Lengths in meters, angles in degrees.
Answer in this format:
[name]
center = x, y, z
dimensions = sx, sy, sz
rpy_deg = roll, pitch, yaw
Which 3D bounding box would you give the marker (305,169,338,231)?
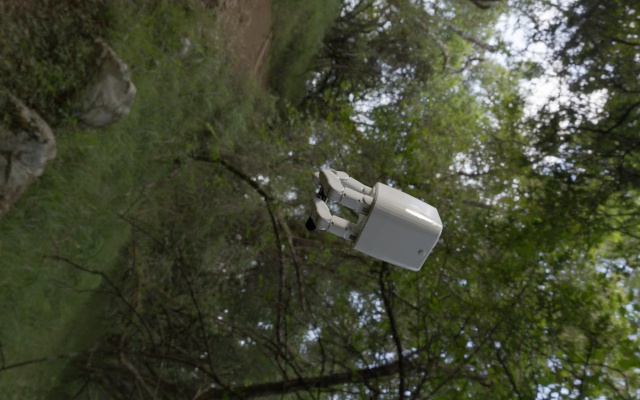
[marker]
center = 0.000, 0.002, 0.764
dimensions = 0.020, 0.121, 0.020
rpy_deg = 14, 36, -11
